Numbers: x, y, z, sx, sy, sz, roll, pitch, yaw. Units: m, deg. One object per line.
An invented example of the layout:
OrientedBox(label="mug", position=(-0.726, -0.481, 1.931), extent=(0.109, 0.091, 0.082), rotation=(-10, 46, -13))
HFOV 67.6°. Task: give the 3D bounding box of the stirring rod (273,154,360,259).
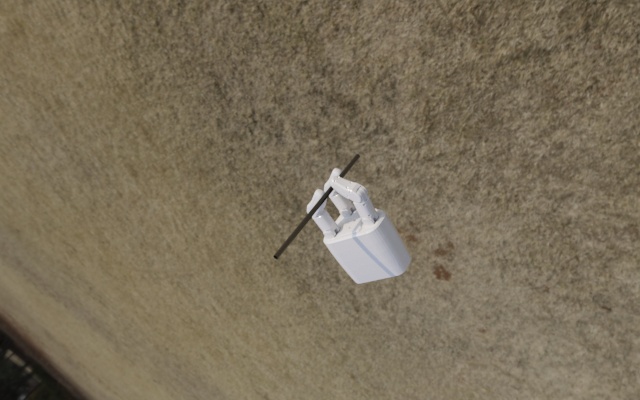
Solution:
OrientedBox(label="stirring rod", position=(0.000, 0.002, 0.738), extent=(0.011, 0.011, 0.239), rotation=(0, 40, 44))
